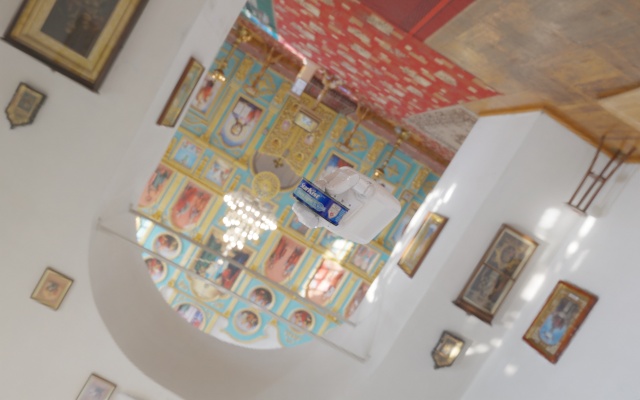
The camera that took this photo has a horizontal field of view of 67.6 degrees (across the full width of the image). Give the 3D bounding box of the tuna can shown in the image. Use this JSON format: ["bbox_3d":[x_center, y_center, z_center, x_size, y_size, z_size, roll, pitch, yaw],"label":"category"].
[{"bbox_3d":[0.000,0.003,0.721,0.086,0.034,0.086,35,1,-1],"label":"tuna can"}]
